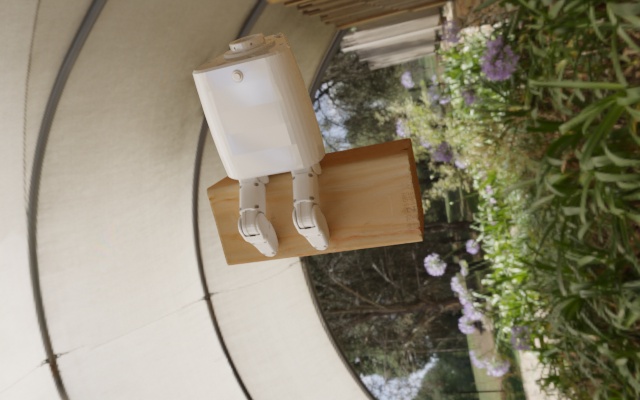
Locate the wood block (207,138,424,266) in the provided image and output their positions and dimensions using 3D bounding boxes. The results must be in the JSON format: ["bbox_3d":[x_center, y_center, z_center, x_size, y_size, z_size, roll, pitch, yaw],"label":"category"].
[{"bbox_3d":[0.000,0.001,0.511,0.206,0.090,0.090,-9,15,16],"label":"wood block"}]
